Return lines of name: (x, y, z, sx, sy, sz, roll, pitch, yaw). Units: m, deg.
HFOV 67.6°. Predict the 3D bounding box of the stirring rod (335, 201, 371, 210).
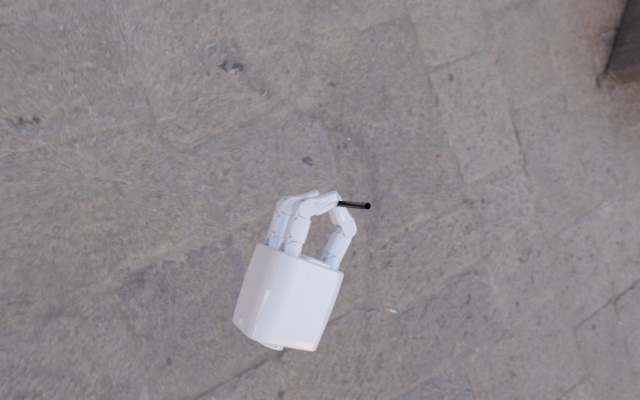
stirring rod: (0.000, 0.002, 0.636, 0.011, 0.011, 0.239, 0, 2, -26)
